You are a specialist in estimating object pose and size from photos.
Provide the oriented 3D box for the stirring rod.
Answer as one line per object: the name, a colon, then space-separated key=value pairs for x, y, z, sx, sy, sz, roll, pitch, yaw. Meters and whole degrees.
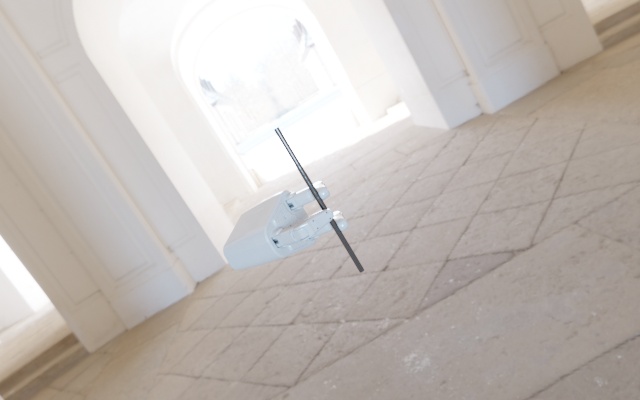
stirring rod: x=0.000 y=0.002 z=0.676 sx=0.011 sy=0.239 sz=0.011 roll=-30 pitch=11 yaw=7
